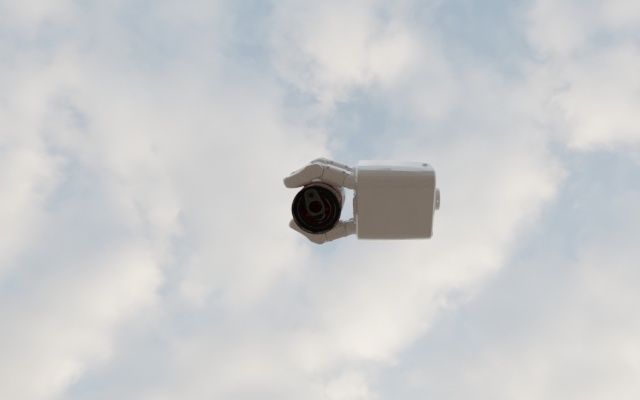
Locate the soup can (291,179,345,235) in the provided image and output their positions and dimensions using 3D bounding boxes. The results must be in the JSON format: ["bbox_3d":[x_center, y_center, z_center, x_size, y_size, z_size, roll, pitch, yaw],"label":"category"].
[{"bbox_3d":[0.000,0.002,0.685,0.068,0.068,0.102,0,12,7],"label":"soup can"}]
